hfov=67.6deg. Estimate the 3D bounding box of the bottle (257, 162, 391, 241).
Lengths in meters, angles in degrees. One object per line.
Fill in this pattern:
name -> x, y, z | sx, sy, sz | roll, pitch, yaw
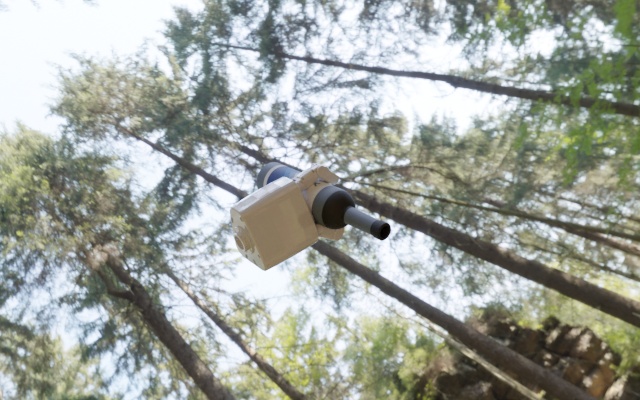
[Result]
bottle -> 0.000, 0.002, 0.789 | 0.069, 0.069, 0.295 | 0, 17, -41
